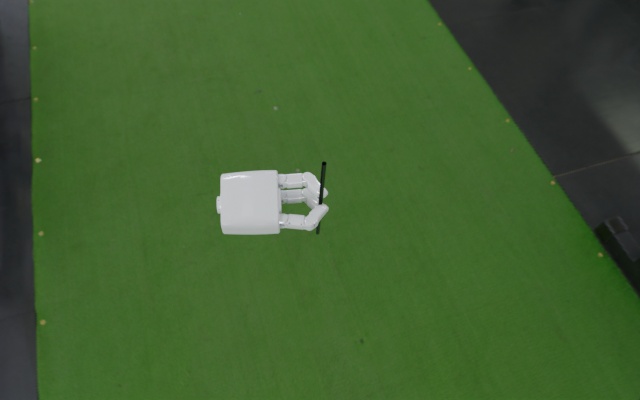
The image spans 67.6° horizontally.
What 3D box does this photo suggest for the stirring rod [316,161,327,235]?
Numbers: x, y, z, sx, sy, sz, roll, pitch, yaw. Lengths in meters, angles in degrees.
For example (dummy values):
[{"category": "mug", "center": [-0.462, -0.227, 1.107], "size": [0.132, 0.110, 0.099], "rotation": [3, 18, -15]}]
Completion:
[{"category": "stirring rod", "center": [0.000, 0.003, 0.894], "size": [0.011, 0.011, 0.240], "rotation": [0, -32, -3]}]
